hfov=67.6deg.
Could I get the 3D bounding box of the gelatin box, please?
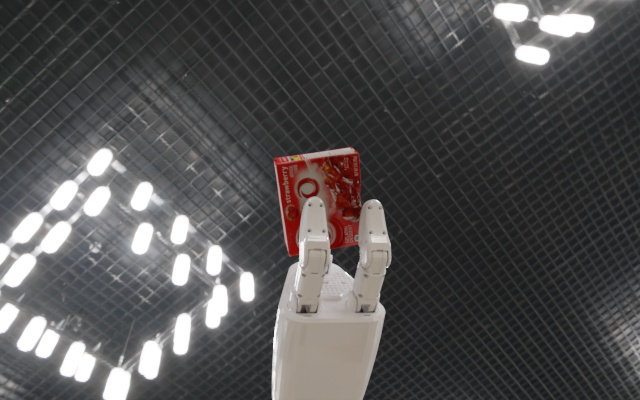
[{"bbox_3d":[0.000,0.001,0.432,0.073,0.089,0.030,-9,19,-8],"label":"gelatin box"}]
